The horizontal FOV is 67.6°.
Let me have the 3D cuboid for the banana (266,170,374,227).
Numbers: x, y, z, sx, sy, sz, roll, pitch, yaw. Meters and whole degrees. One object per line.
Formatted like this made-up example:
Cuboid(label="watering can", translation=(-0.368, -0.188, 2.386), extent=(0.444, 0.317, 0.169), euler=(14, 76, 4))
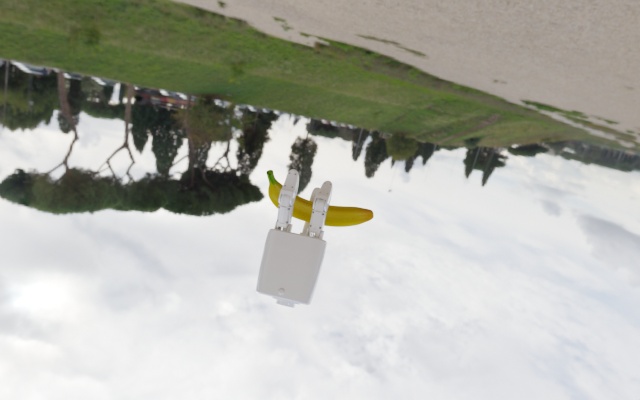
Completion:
Cuboid(label="banana", translation=(-0.009, 0.012, 0.820), extent=(0.198, 0.037, 0.070), euler=(20, -40, -9))
